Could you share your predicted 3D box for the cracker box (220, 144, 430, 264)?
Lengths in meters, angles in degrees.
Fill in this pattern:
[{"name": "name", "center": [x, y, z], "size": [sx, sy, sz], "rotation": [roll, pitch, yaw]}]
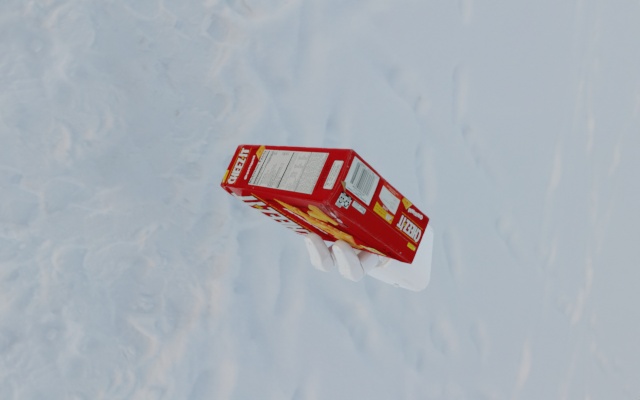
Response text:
[{"name": "cracker box", "center": [0.000, 0.002, 0.596], "size": [0.213, 0.072, 0.164], "rotation": [9, -20, 48]}]
